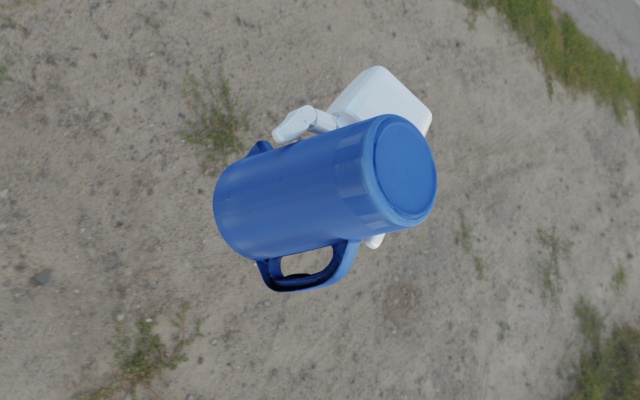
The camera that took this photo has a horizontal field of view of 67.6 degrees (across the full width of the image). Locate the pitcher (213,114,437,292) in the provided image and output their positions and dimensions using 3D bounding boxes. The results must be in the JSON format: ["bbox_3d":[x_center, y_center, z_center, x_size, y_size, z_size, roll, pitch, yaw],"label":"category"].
[{"bbox_3d":[0.000,0.002,0.518,0.243,0.149,0.145,-14,31,47],"label":"pitcher"}]
